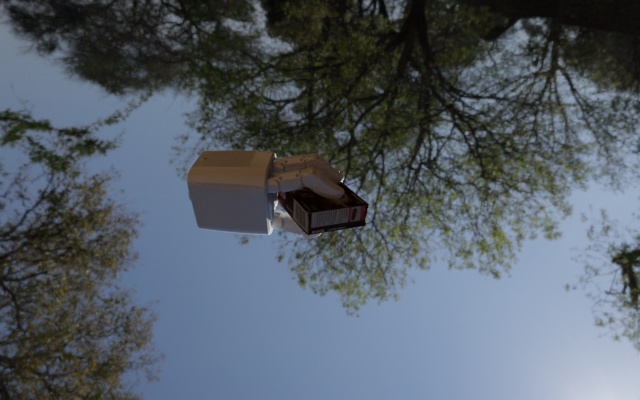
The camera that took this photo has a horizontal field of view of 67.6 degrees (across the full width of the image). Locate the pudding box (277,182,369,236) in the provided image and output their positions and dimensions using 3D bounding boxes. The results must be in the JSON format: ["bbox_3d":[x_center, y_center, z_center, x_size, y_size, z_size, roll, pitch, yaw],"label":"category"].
[{"bbox_3d":[0.000,0.002,0.663,0.090,0.039,0.113,-9,30,-24],"label":"pudding box"}]
